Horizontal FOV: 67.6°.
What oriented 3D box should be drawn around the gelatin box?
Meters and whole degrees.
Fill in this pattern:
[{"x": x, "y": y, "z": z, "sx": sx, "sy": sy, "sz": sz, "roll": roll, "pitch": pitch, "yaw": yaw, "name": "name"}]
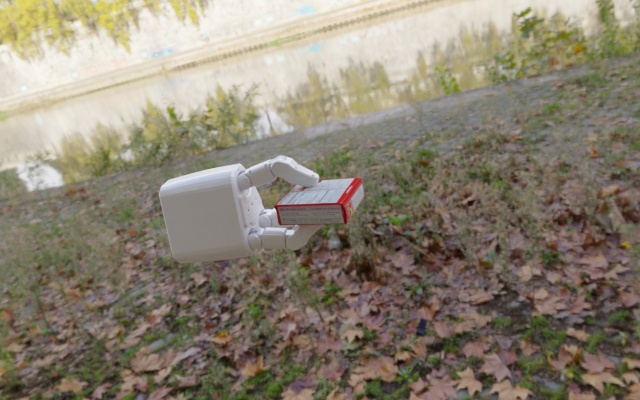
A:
[{"x": 0.000, "y": 0.001, "z": 0.574, "sx": 0.089, "sy": 0.030, "sz": 0.073, "roll": -3, "pitch": 24, "yaw": 24, "name": "gelatin box"}]
